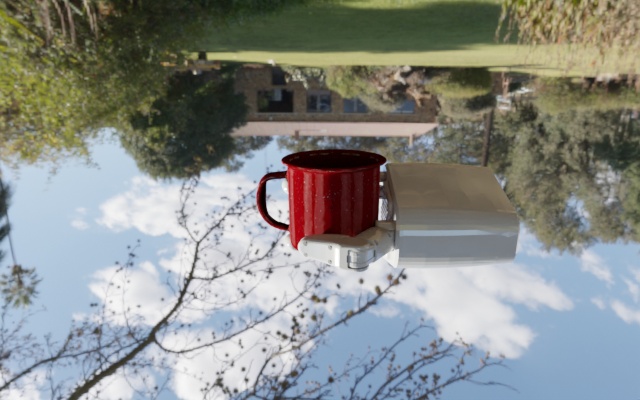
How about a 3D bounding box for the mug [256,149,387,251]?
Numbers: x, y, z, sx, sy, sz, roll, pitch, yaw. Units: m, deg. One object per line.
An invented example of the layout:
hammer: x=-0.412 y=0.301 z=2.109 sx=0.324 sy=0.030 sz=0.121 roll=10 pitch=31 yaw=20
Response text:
mug: x=-0.001 y=0.002 z=0.432 sx=0.117 sy=0.081 sz=0.093 roll=0 pitch=16 yaw=1
